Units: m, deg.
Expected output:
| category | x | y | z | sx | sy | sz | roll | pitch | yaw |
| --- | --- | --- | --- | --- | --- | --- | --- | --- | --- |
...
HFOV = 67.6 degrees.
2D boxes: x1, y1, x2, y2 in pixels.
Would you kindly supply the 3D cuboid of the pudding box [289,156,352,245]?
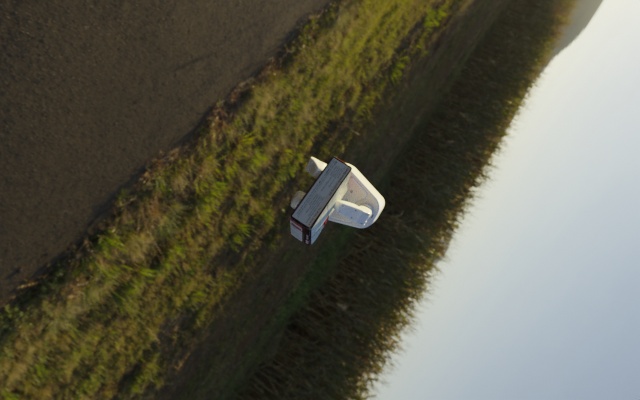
| category | x | y | z | sx | sy | sz | roll | pitch | yaw |
| --- | --- | --- | --- | --- | --- | --- | --- | --- | --- |
| pudding box | 0.000 | 0.002 | 0.694 | 0.039 | 0.113 | 0.090 | 30 | -18 | 10 |
